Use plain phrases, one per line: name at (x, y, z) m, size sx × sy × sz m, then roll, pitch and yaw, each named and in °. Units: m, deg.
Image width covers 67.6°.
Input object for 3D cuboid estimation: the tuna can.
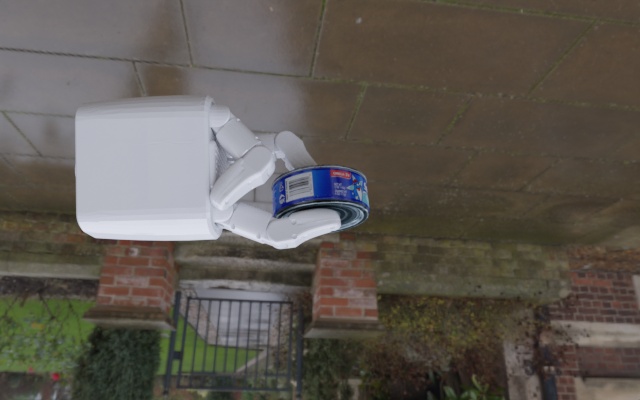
tuna can at (0.000, 0.002, 0.423) m, size 0.086 × 0.033 × 0.086 m, roll -4°, pitch -21°, yaw -2°
